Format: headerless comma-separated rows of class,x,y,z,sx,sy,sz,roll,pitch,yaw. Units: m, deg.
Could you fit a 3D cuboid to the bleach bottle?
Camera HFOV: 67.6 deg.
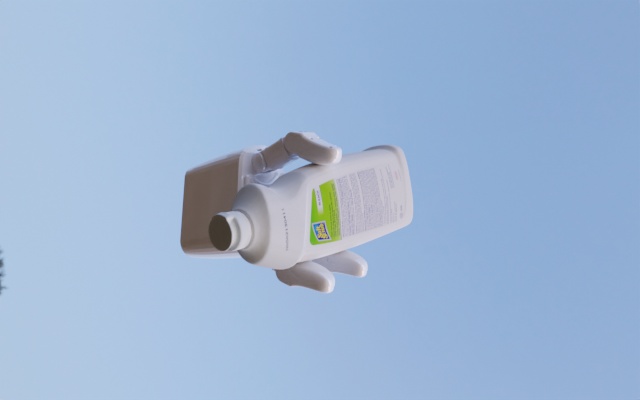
bleach bottle,0.000,0.002,0.461,0.068,0.102,0.251,-10,1,40
